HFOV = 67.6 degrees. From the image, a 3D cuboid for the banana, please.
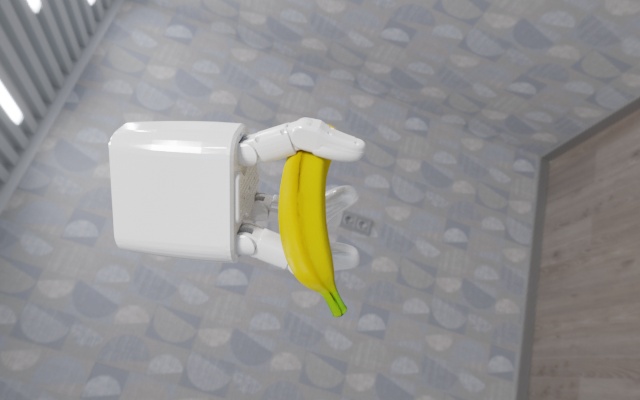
[{"bbox_3d":[-0.007,-0.007,0.396,0.037,0.197,0.070,-13,-39,18],"label":"banana"}]
